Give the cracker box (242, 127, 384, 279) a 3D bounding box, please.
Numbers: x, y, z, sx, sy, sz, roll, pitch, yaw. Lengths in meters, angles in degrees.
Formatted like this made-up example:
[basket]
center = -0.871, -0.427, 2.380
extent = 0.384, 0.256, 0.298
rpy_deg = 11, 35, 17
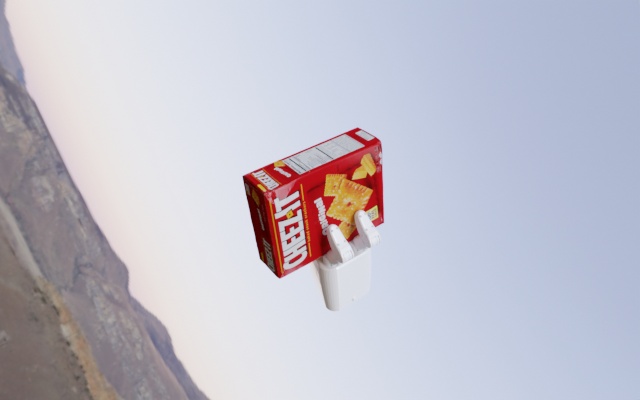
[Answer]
[cracker box]
center = 0.000, 0.002, 0.744
extent = 0.213, 0.164, 0.072
rpy_deg = -26, 40, -26
